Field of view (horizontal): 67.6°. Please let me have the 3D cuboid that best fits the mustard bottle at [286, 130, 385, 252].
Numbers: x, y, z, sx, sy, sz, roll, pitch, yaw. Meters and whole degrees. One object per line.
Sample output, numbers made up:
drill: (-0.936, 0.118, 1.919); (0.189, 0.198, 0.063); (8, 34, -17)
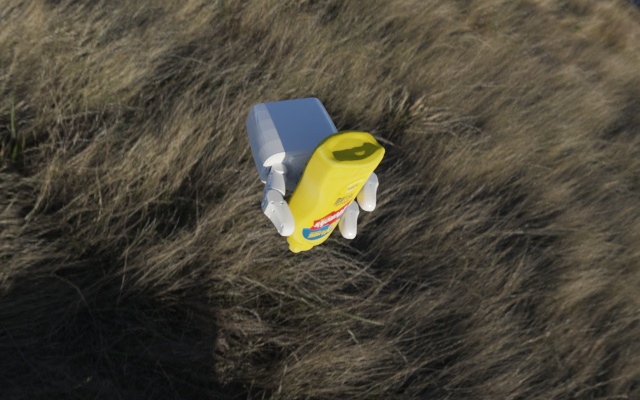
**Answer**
mustard bottle: (0.000, 0.002, 0.592); (0.096, 0.058, 0.192); (-24, -26, -43)
